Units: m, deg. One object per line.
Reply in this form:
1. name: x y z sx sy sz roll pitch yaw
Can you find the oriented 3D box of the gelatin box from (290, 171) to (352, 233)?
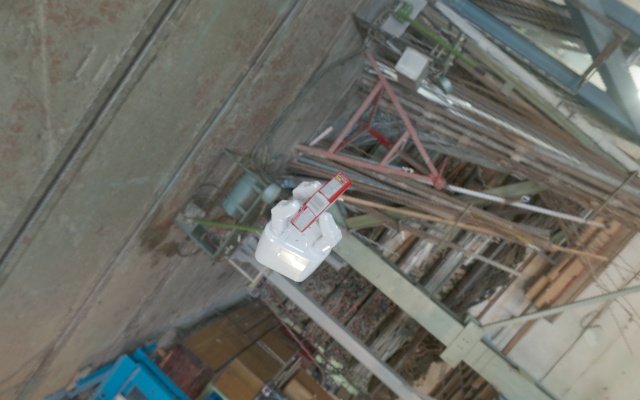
1. gelatin box: 0.001 0.003 0.740 0.089 0.030 0.073 -47 -4 42
